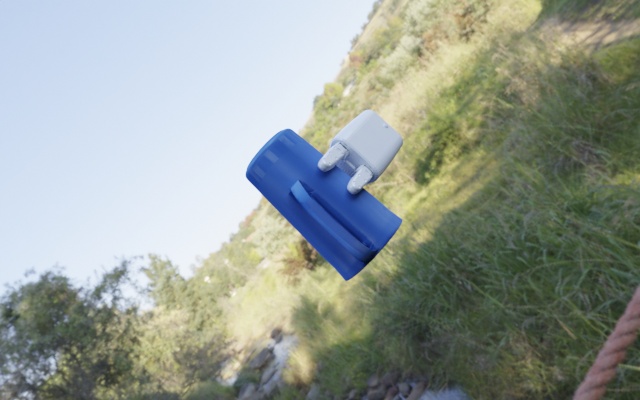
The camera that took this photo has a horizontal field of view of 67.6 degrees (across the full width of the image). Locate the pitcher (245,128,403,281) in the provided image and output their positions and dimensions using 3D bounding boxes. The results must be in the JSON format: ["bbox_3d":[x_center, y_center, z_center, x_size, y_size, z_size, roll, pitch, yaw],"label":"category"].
[{"bbox_3d":[0.000,0.002,0.751,0.145,0.243,0.149,-47,-1,-35],"label":"pitcher"}]
